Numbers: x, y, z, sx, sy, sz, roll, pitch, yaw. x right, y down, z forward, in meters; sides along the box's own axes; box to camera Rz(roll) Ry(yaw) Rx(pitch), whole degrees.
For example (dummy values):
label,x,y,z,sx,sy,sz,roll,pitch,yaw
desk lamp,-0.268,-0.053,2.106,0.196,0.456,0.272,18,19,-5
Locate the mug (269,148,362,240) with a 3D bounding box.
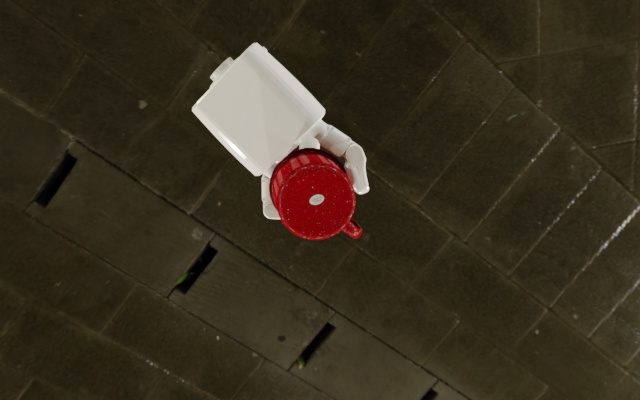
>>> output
label,x,y,z,sx,sy,sz,roll,pitch,yaw
mug,0.001,0.003,0.521,0.117,0.093,0.081,44,5,-14
